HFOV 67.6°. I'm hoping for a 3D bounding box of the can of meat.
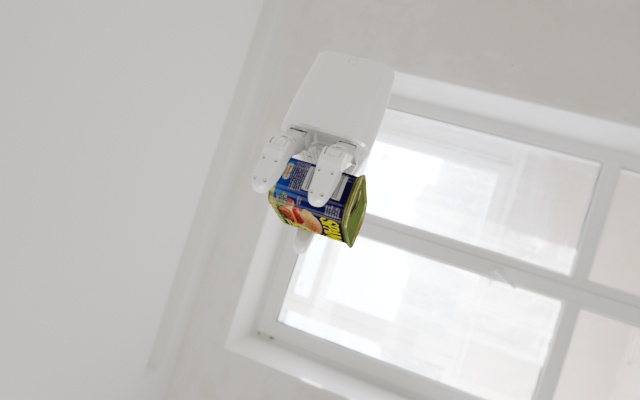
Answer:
[{"bbox_3d":[0.000,0.002,0.495,0.084,0.057,0.102,18,-18,13],"label":"can of meat"}]
